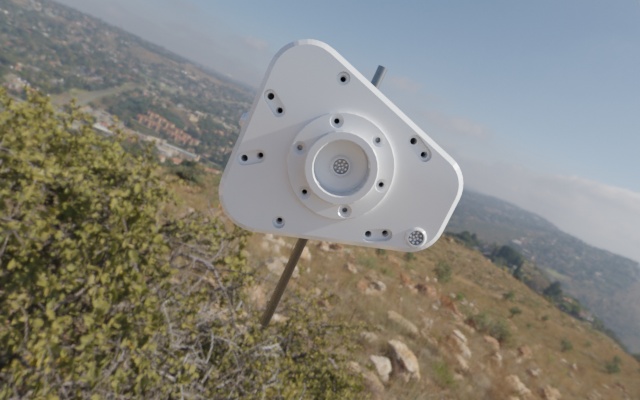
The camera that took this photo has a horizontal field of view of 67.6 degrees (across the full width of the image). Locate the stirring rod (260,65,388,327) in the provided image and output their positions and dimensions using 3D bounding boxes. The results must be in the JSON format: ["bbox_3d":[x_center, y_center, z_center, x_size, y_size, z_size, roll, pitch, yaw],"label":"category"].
[{"bbox_3d":[0.000,0.001,0.401,0.011,0.239,0.011,24,10,-4],"label":"stirring rod"}]
